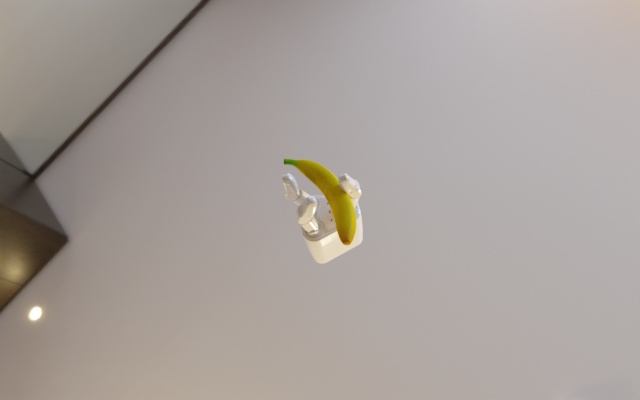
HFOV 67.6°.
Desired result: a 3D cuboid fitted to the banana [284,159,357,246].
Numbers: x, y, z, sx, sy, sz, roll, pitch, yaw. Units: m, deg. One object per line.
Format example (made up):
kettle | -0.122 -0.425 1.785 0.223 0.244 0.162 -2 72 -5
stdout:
banana | 0.014 -0.007 0.815 0.069 0.197 0.037 -26 -30 -23
